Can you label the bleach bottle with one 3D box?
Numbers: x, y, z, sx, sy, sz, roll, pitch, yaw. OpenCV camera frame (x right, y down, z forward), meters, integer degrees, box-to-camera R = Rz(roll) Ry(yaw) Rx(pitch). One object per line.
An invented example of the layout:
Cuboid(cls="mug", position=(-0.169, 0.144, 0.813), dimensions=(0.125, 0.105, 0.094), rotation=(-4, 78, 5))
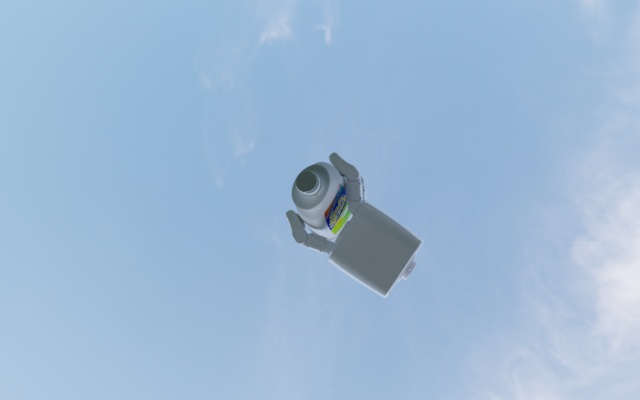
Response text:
Cuboid(cls="bleach bottle", position=(0.000, 0.002, 0.738), dimensions=(0.068, 0.102, 0.251), rotation=(32, -2, 14))
